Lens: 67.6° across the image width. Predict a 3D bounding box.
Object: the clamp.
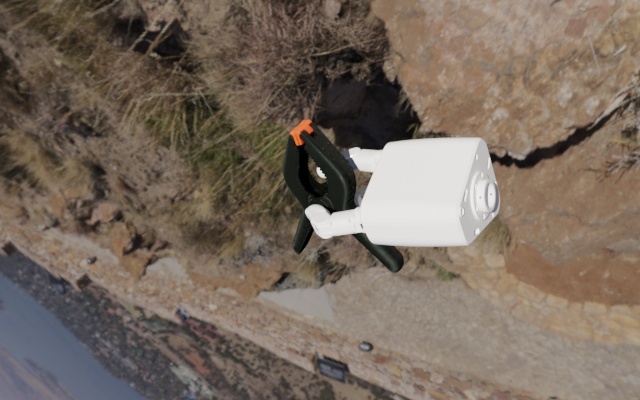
[{"bbox_3d":[0.000,0.002,0.585,0.164,0.210,0.036,-2,36,38],"label":"clamp"}]
